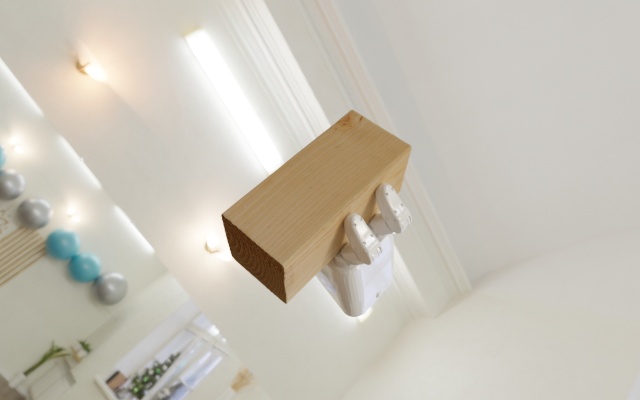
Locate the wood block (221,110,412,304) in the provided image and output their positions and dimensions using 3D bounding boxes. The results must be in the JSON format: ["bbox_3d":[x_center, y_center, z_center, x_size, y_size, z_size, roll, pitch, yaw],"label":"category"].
[{"bbox_3d":[0.000,0.002,0.539,0.091,0.206,0.090,36,-30,22],"label":"wood block"}]
